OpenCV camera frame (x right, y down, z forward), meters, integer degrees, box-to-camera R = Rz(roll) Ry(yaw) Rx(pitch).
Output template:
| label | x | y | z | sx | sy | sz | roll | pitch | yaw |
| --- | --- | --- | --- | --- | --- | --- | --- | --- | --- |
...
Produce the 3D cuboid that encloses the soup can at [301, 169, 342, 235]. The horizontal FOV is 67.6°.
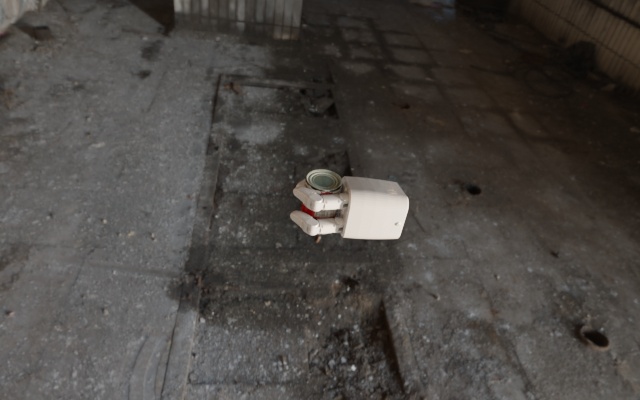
| label | x | y | z | sx | sy | sz | roll | pitch | yaw |
| --- | --- | --- | --- | --- | --- | --- | --- | --- | --- |
| soup can | 0.000 | 0.003 | 0.872 | 0.068 | 0.102 | 0.068 | 6 | 37 | -4 |
